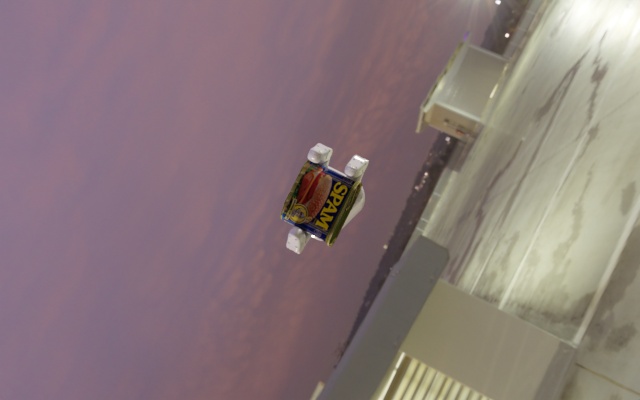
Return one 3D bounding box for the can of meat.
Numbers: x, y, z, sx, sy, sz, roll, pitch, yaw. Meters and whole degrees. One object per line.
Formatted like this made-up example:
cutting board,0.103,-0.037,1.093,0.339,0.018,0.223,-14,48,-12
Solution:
can of meat,0.000,0.002,0.691,0.084,0.102,0.057,26,-3,12
